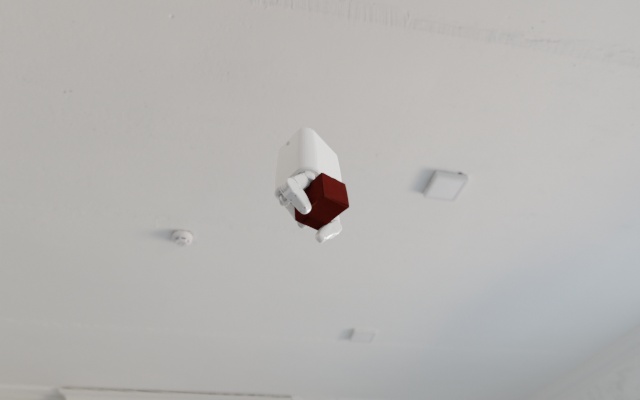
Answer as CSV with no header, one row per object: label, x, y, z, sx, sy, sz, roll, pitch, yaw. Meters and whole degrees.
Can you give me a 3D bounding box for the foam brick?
foam brick,0.000,0.002,0.768,0.053,0.051,0.078,26,-48,-30
